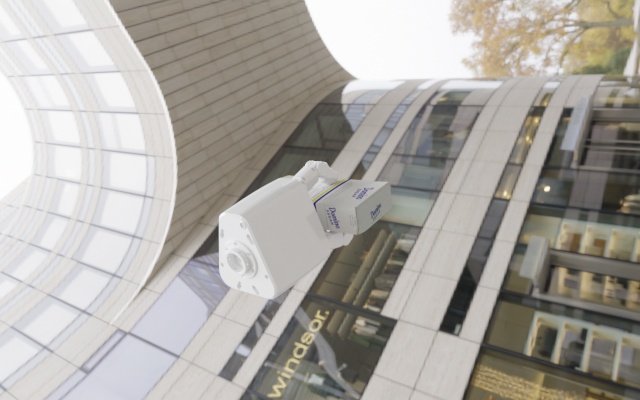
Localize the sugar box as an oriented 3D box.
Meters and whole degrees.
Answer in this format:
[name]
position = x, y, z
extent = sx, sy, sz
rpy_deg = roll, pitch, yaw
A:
[sugar box]
position = 0.000, 0.003, 0.663
extent = 0.176, 0.048, 0.093
rpy_deg = 9, 28, 35
